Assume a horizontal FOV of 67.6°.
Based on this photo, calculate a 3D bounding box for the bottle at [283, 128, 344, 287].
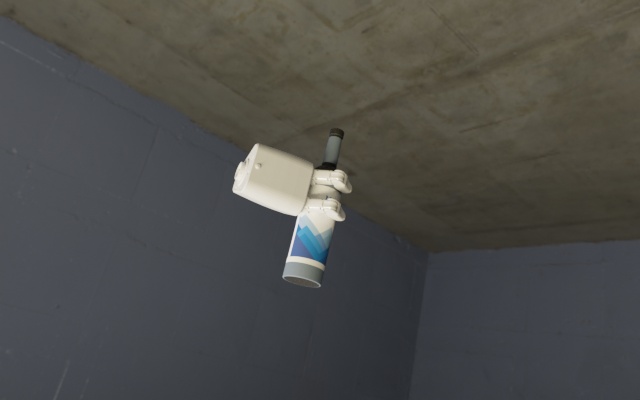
[{"bbox_3d":[0.000,0.003,0.854,0.069,0.295,0.069,12,-21,5],"label":"bottle"}]
